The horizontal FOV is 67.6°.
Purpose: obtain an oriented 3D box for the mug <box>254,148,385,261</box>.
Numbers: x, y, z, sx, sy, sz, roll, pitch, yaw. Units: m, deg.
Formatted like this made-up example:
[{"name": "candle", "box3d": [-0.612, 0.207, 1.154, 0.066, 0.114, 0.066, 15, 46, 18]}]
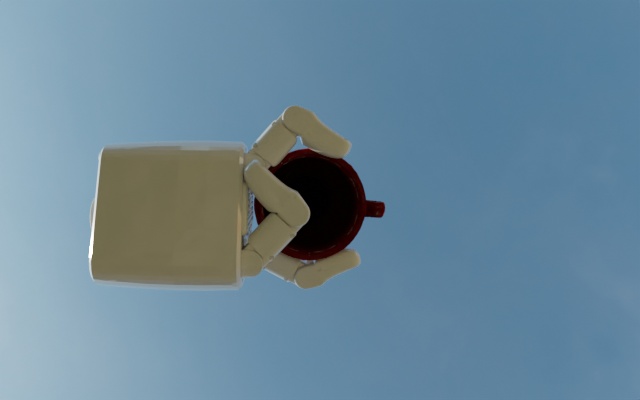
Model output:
[{"name": "mug", "box3d": [0.001, 0.001, 0.434, 0.117, 0.093, 0.081, 3, 4, -6]}]
